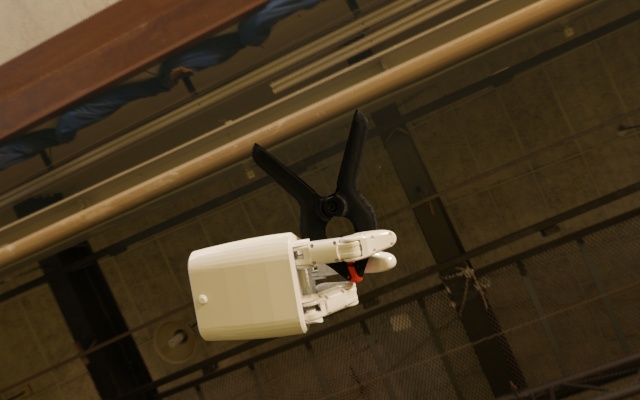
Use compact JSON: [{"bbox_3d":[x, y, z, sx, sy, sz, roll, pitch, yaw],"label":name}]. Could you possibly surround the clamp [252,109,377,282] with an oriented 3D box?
[{"bbox_3d":[0.000,0.002,0.486,0.120,0.171,0.039,-9,3,8],"label":"clamp"}]
